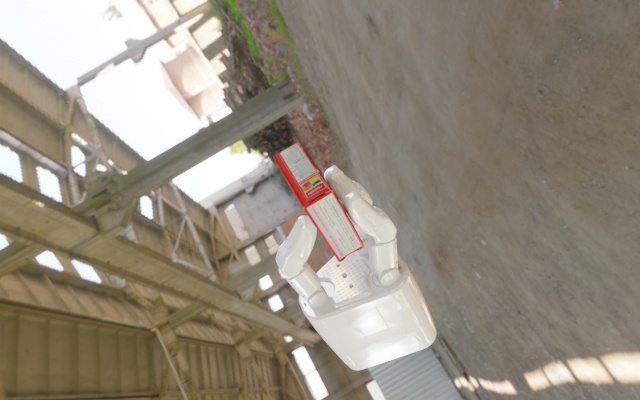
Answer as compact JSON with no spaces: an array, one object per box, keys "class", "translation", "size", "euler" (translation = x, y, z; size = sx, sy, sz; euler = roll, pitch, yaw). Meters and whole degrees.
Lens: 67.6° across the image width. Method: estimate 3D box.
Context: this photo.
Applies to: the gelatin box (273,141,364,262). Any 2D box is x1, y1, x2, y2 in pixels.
[{"class":"gelatin box","translation":[0.000,0.001,0.420],"size":[0.030,0.073,0.089],"euler":[-32,-43,0]}]
